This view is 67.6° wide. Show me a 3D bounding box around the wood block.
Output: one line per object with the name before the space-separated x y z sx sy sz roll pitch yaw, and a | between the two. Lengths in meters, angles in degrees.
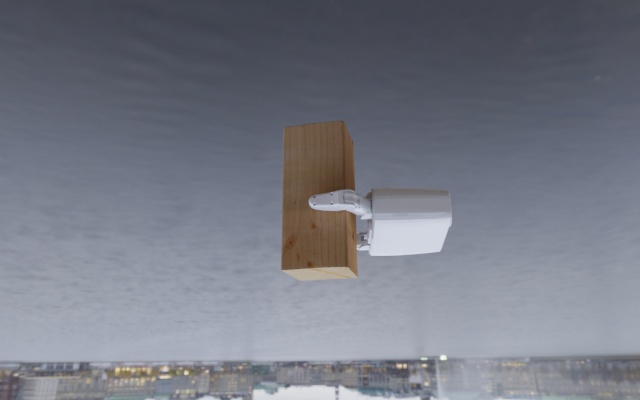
wood block | 0.000 0.002 0.678 0.090 0.206 0.091 -5 -19 12
